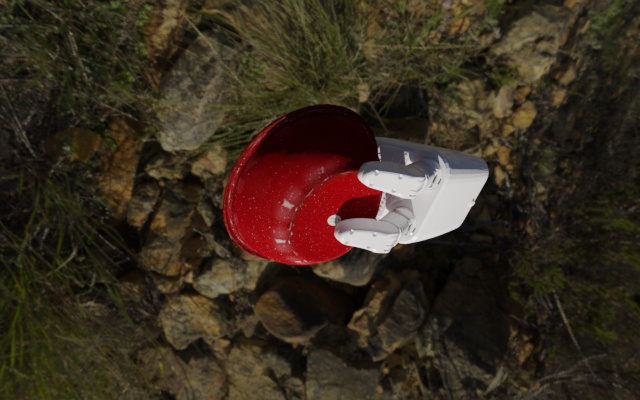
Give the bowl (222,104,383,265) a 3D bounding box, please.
[{"bbox_3d":[-0.001,0.002,0.416,0.162,0.162,0.055,0,32,-37],"label":"bowl"}]
